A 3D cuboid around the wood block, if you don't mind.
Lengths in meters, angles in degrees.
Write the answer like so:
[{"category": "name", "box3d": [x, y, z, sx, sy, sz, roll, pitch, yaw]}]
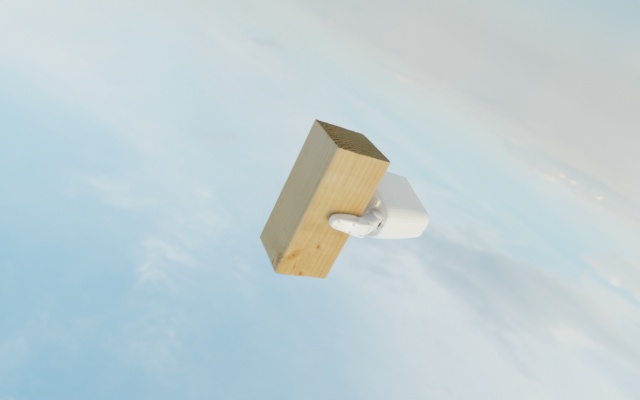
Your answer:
[{"category": "wood block", "box3d": [0.000, 0.003, 0.688, 0.090, 0.206, 0.090, 12, 27, -32]}]
